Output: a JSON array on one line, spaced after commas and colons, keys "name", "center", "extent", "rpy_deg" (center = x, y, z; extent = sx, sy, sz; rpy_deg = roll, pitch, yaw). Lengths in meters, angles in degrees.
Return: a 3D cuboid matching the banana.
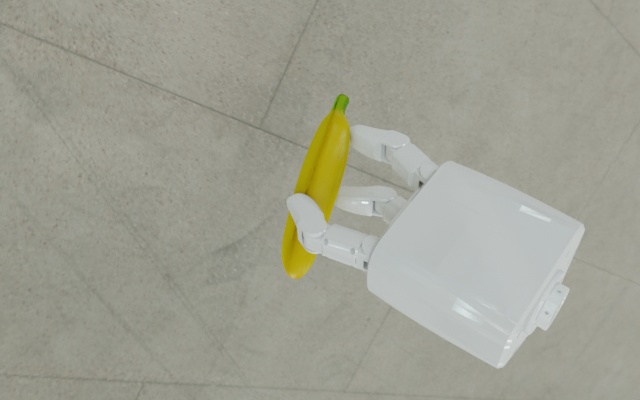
[{"name": "banana", "center": [-0.005, 0.004, 0.443], "extent": [0.037, 0.198, 0.069], "rpy_deg": [22, 23, 11]}]
